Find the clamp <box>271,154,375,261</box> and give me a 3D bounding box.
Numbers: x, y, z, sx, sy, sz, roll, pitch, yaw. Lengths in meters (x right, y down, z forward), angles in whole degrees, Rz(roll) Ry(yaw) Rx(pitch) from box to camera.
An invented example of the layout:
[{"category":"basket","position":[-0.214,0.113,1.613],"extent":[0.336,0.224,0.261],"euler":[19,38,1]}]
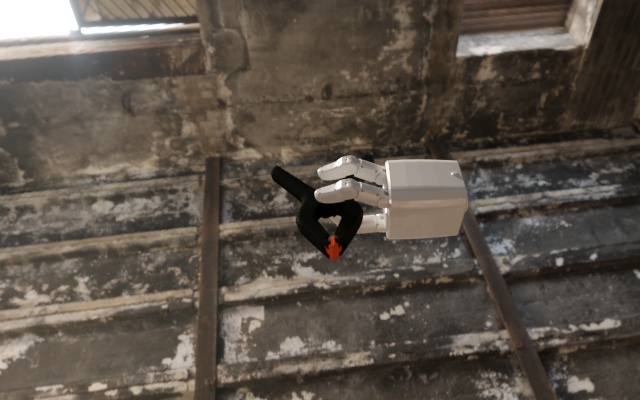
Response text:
[{"category":"clamp","position":[0.000,0.003,0.696],"extent":[0.164,0.036,0.209],"euler":[-4,40,6]}]
